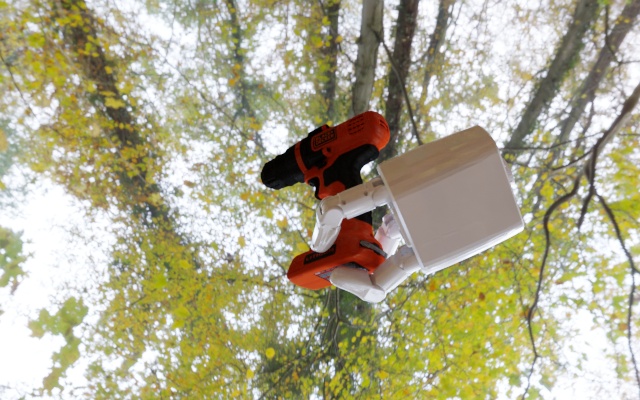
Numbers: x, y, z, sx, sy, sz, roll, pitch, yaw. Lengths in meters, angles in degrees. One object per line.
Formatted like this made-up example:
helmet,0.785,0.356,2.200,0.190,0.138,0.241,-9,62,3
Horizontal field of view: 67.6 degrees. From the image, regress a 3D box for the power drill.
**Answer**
power drill,0.000,0.002,0.551,0.184,0.187,0.057,-23,-34,32
